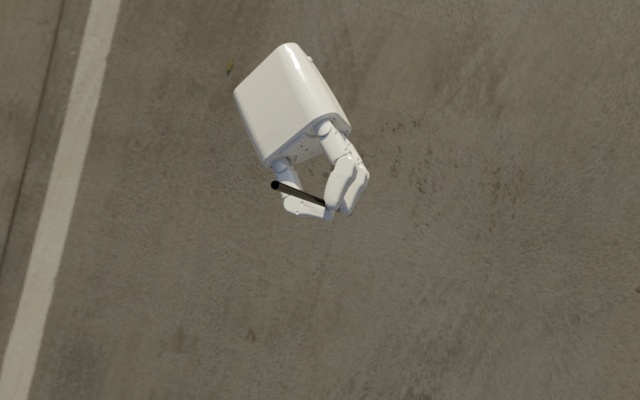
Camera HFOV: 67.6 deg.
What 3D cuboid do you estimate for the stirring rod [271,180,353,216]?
[{"bbox_3d":[0.000,0.002,0.510,0.011,0.011,0.239,0,-7,19],"label":"stirring rod"}]
